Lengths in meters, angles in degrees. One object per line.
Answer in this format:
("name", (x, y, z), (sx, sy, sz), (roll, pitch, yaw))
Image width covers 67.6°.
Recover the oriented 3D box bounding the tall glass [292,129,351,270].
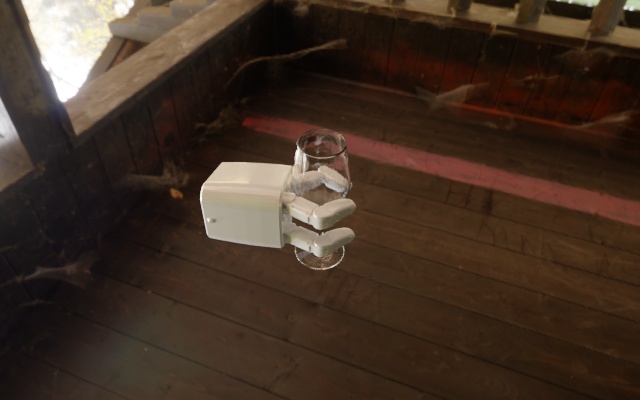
("tall glass", (0.000, 0.003, 0.657), (0.079, 0.201, 0.079), (1, 42, -1))
